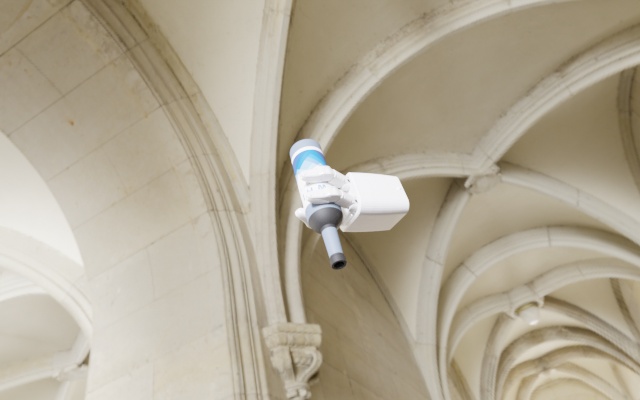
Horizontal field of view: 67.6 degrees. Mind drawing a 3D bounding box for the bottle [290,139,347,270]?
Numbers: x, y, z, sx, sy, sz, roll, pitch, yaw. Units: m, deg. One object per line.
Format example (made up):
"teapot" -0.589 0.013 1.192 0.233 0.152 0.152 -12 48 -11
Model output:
"bottle" 0.000 0.003 0.896 0.069 0.295 0.069 -9 -42 -8
